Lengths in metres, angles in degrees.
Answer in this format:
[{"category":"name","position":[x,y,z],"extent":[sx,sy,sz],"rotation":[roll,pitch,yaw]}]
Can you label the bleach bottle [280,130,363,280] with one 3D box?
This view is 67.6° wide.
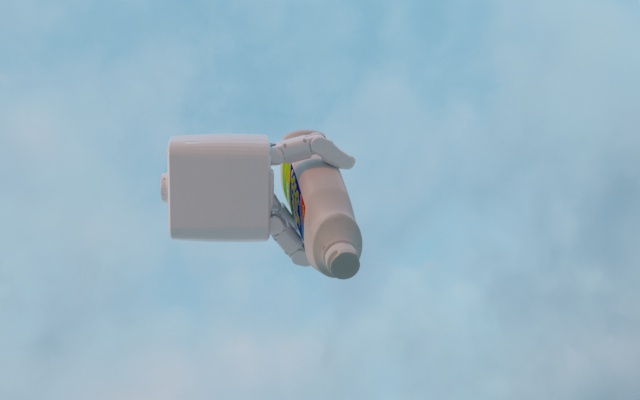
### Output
[{"category":"bleach bottle","position":[0.000,0.002,0.539],"extent":[0.068,0.103,0.250],"rotation":[-2,24,-10]}]
